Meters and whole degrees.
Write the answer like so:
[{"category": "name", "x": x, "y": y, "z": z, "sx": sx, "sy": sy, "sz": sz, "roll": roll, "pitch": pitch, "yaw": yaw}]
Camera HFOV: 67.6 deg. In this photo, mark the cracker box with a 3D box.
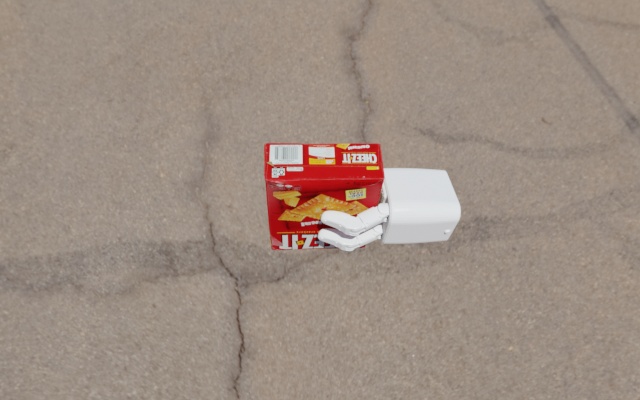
[{"category": "cracker box", "x": 0.000, "y": 0.002, "z": 0.734, "sx": 0.164, "sy": 0.072, "sz": 0.214, "roll": -1, "pitch": -32, "yaw": -3}]
